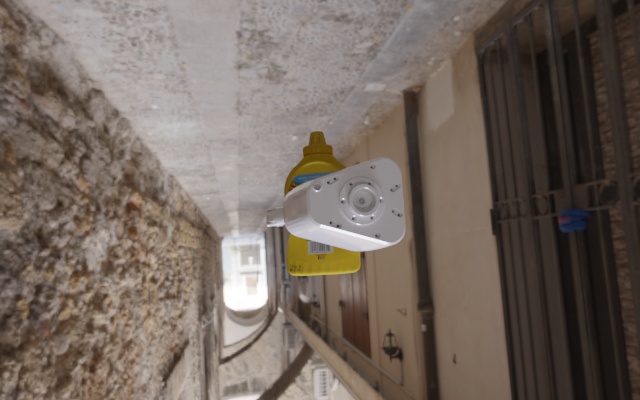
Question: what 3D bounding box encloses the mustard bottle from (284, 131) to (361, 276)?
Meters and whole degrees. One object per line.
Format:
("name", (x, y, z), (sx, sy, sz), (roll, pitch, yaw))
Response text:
("mustard bottle", (0.000, 0.002, 0.641), (0.096, 0.191, 0.058), (-4, -6, 9))
